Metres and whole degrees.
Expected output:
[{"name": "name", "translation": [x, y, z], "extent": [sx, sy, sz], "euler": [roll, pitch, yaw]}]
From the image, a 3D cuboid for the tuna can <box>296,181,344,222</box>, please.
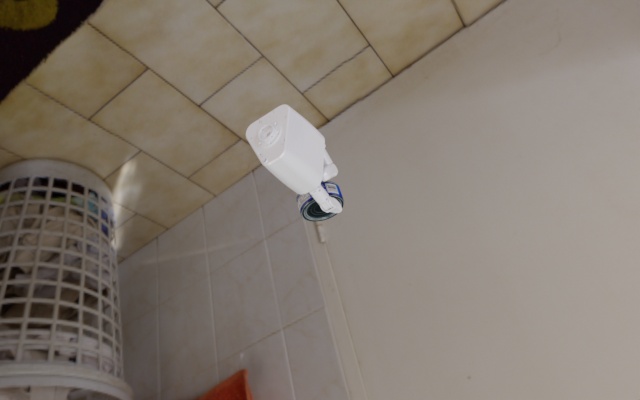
[{"name": "tuna can", "translation": [0.000, 0.003, 0.895], "extent": [0.086, 0.033, 0.086], "euler": [-13, -33, -9]}]
